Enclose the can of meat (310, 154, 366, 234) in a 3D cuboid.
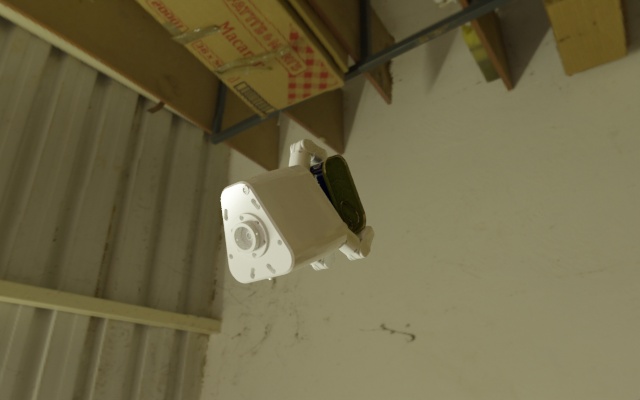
[{"bbox_3d":[0.000,0.002,0.623,0.084,0.102,0.057,-18,4,34],"label":"can of meat"}]
